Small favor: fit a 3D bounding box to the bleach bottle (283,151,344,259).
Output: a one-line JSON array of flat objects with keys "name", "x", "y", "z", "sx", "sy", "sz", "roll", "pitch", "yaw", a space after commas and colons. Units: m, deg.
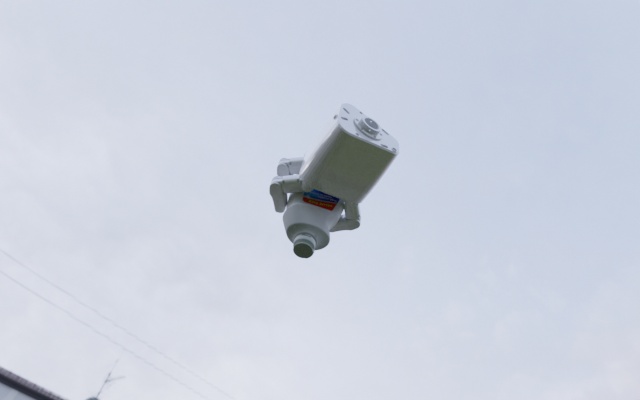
[{"name": "bleach bottle", "x": 0.000, "y": 0.002, "z": 0.760, "sx": 0.102, "sy": 0.068, "sz": 0.250, "roll": 29, "pitch": 34, "yaw": -11}]
